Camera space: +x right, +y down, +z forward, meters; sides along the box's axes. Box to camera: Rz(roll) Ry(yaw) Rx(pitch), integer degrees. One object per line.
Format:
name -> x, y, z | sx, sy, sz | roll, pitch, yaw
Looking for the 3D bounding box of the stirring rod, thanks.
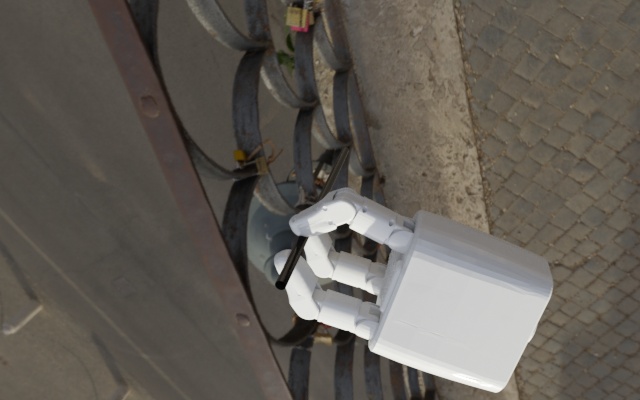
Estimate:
stirring rod -> 0.000, 0.001, 0.433 | 0.011, 0.011, 0.239 | 0, 29, 15
